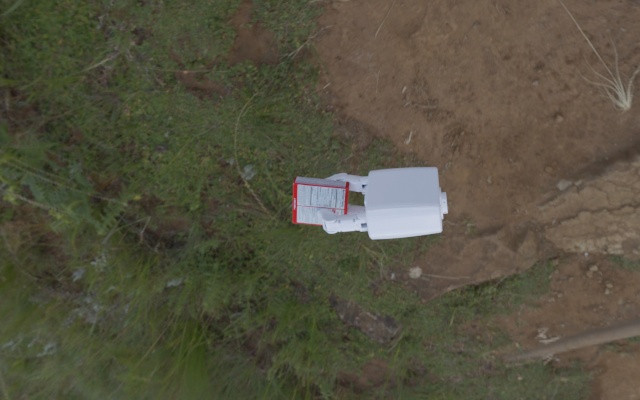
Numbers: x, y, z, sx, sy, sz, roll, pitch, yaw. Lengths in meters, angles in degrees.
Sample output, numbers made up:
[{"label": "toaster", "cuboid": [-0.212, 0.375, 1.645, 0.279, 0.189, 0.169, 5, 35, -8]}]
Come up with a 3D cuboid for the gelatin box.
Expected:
[{"label": "gelatin box", "cuboid": [0.000, 0.003, 0.770, 0.089, 0.073, 0.030, 5, 28, 5]}]
